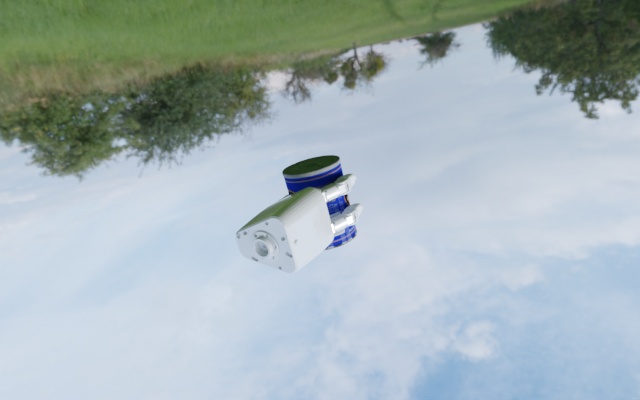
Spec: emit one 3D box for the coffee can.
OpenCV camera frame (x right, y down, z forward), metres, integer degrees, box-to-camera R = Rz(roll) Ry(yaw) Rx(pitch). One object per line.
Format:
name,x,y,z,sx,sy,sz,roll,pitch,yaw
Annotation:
coffee can,0.000,0.003,0.837,0.103,0.140,0.102,-13,18,4
